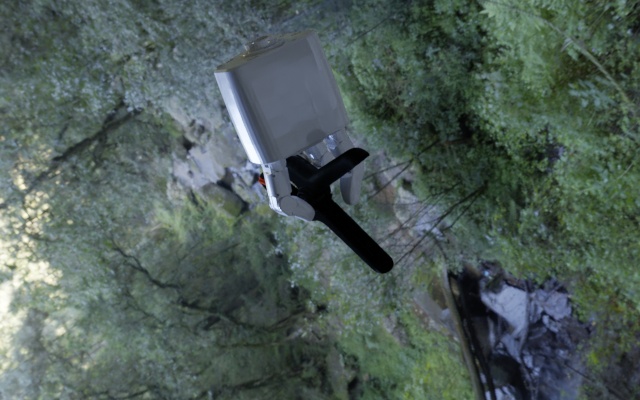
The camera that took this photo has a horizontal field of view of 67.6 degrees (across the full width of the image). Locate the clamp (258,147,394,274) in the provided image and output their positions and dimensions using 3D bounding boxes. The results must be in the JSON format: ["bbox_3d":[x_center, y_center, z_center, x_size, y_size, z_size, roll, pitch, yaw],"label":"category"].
[{"bbox_3d":[-0.001,0.002,0.579,0.036,0.165,0.210,-37,32,-29],"label":"clamp"}]
